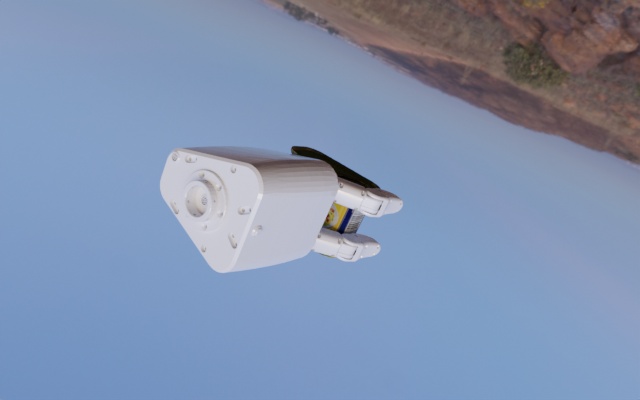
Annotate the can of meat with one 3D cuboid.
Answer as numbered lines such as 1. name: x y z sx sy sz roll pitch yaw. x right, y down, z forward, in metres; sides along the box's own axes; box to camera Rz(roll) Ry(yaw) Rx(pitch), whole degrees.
1. can of meat: 0.000 0.002 0.512 0.102 0.084 0.057 32 19 23
